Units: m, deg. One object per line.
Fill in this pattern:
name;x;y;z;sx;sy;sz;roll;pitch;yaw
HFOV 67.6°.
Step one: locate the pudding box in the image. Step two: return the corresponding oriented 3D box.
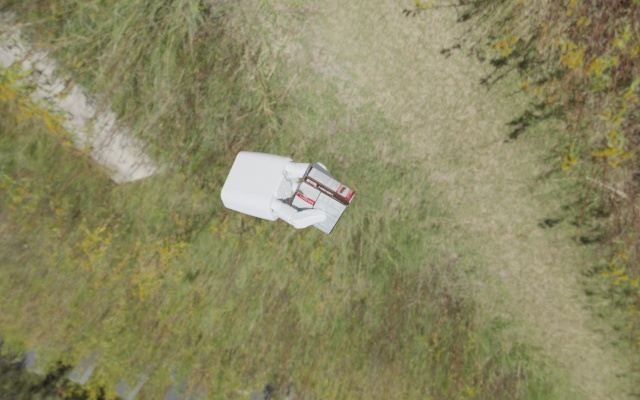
pudding box;0.000;0.003;0.833;0.090;0.039;0.113;30;-33;1
